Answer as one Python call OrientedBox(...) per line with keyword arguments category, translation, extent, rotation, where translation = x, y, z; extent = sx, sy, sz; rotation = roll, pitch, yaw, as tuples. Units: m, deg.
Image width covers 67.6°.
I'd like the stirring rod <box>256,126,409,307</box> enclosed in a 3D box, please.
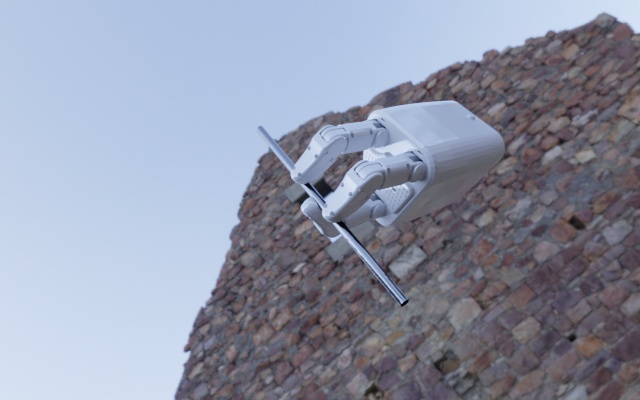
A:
OrientedBox(category="stirring rod", translation=(0.000, 0.001, 0.427), extent=(0.011, 0.011, 0.239), rotation=(0, 39, -43))
